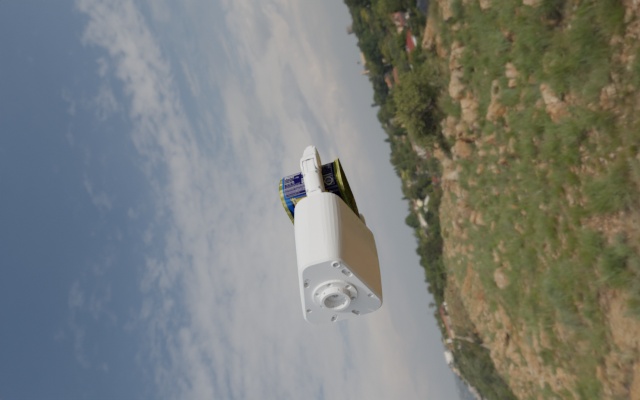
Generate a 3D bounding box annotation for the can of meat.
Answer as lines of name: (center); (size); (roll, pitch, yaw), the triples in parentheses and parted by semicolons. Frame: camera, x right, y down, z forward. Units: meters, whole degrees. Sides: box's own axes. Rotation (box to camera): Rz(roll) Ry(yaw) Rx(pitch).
can of meat: (0.000, 0.002, 0.643); (0.084, 0.102, 0.057); (-17, 42, 9)
